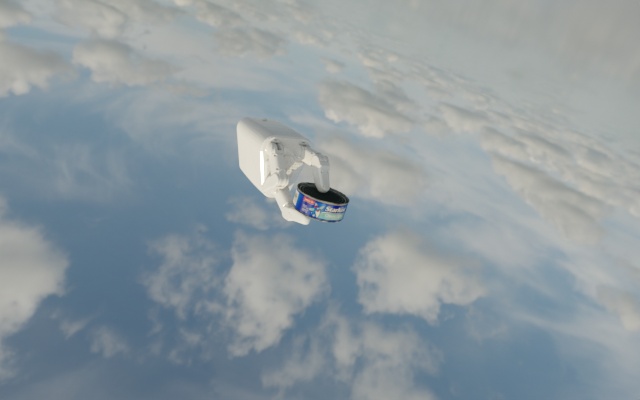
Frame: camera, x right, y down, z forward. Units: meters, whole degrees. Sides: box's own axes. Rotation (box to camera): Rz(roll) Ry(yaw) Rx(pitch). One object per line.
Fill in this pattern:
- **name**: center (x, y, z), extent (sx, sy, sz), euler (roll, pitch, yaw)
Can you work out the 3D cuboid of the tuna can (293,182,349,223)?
- **tuna can**: center (0.000, 0.003, 0.754), extent (0.086, 0.034, 0.086), euler (16, 17, -5)
